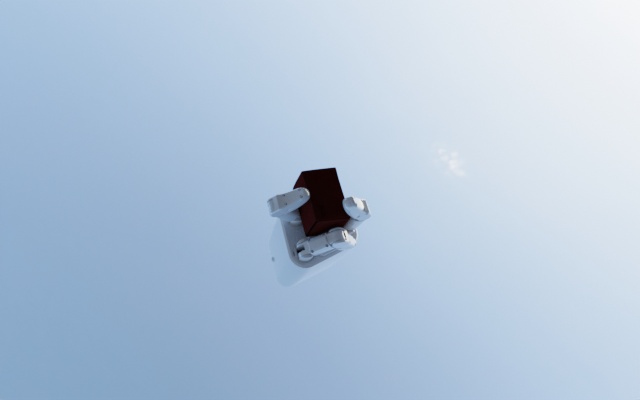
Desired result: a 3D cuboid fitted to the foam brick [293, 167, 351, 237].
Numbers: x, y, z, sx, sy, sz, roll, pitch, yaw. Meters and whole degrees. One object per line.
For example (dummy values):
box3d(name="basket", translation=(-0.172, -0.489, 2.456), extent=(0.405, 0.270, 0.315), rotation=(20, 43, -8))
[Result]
box3d(name="foam brick", translation=(0.000, 0.002, 0.652), extent=(0.053, 0.078, 0.051), rotation=(-6, -25, -22))
